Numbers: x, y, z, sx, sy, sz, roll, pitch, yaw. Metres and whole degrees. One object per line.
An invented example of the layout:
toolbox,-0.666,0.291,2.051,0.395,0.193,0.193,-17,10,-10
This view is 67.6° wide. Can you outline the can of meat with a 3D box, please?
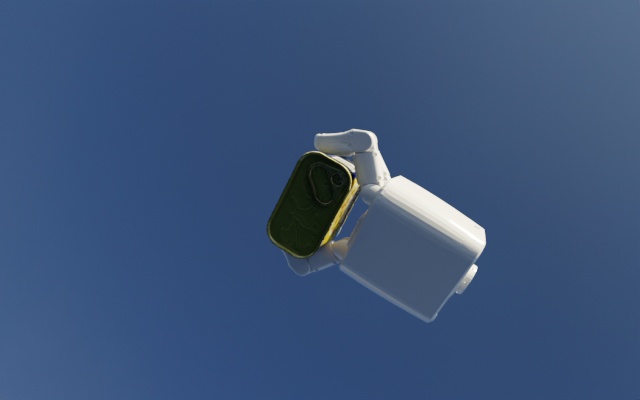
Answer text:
can of meat,0.000,0.002,0.491,0.057,0.102,0.084,30,14,13
